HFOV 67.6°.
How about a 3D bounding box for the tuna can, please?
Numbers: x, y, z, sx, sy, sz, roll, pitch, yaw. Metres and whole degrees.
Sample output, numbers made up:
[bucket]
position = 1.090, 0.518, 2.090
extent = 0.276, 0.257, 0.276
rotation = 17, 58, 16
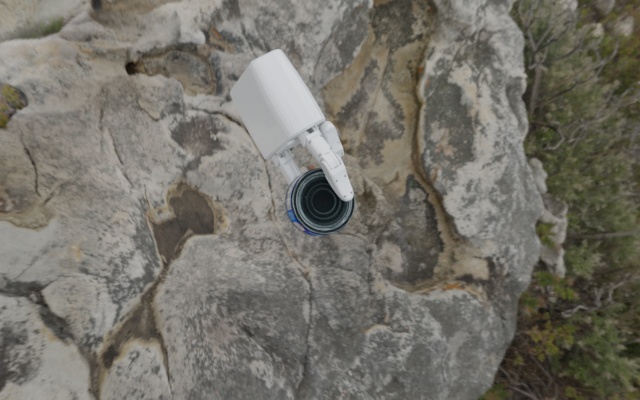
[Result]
[tuna can]
position = 0.000, 0.002, 0.607
extent = 0.086, 0.086, 0.034
rotation = 0, -5, -18
